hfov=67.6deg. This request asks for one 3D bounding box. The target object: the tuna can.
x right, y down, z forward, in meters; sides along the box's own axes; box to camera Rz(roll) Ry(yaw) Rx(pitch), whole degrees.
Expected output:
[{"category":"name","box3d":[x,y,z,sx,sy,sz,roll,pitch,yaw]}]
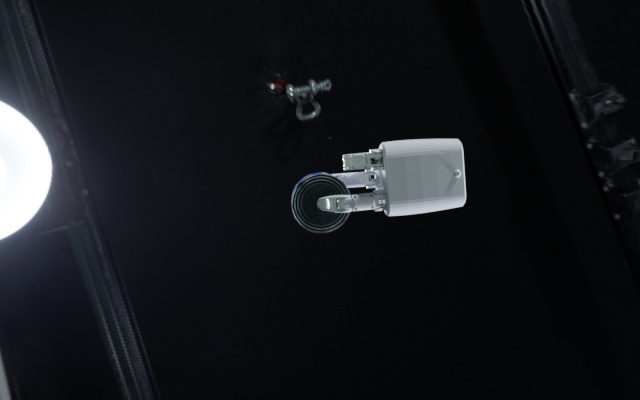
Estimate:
[{"category":"tuna can","box3d":[0.000,0.002,0.691,0.086,0.086,0.033,0,7,-4]}]
